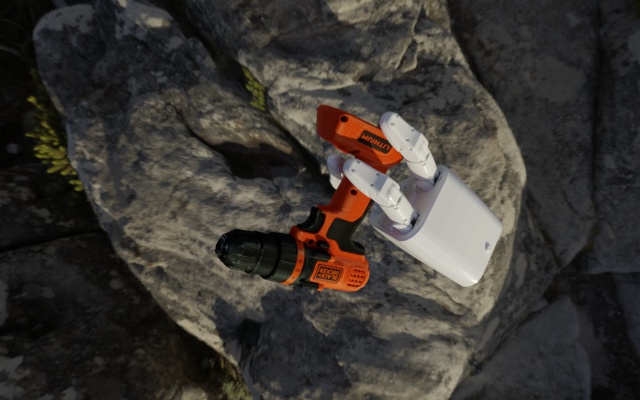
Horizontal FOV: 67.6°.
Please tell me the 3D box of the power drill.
[{"bbox_3d":[0.000,0.001,0.495,0.184,0.188,0.057,16,11,-37],"label":"power drill"}]
